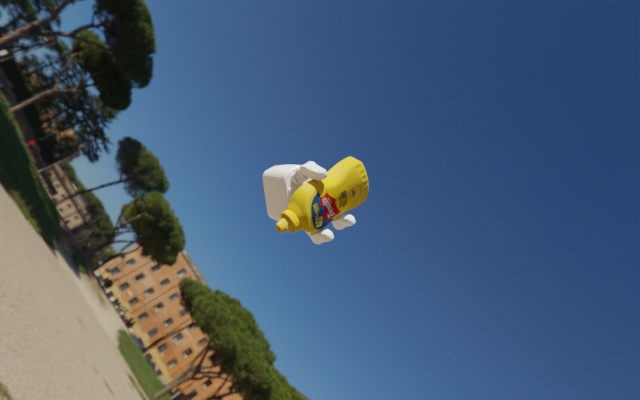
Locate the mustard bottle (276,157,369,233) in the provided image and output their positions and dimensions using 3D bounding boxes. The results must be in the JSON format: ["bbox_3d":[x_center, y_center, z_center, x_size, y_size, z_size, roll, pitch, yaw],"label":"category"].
[{"bbox_3d":[0.001,0.003,0.857,0.191,0.096,0.058,-32,45,-26],"label":"mustard bottle"}]
